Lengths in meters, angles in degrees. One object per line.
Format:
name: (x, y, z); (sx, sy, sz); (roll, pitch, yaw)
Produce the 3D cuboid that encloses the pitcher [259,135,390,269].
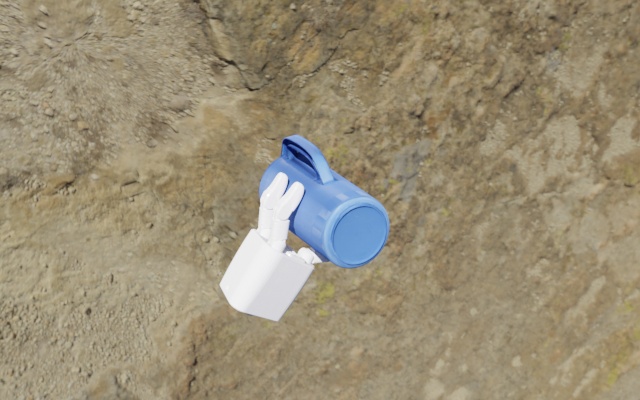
pitcher: (0.000, 0.003, 0.755); (0.149, 0.145, 0.242); (32, 1, -31)
